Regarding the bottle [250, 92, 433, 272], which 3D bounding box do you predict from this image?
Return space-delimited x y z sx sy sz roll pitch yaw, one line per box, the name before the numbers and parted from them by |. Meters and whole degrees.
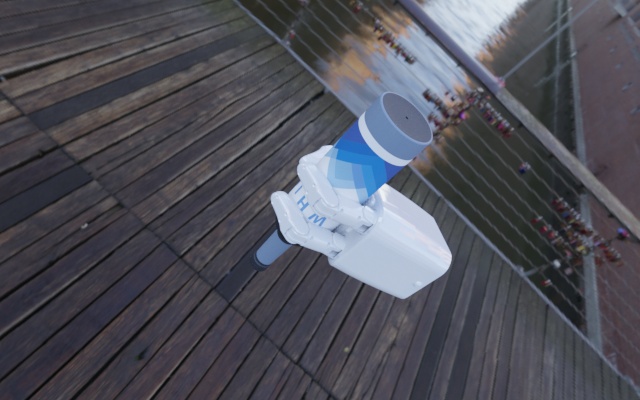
bottle | 0.000 0.002 0.546 0.069 0.069 0.296 0 -34 -42
